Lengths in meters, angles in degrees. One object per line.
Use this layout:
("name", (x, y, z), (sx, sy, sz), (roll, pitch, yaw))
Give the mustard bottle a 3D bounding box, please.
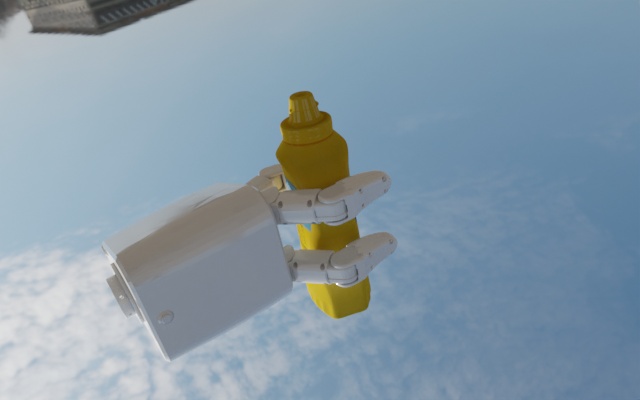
("mustard bottle", (0.000, 0.001, 0.409), (0.058, 0.192, 0.096), (-15, 30, -6))
